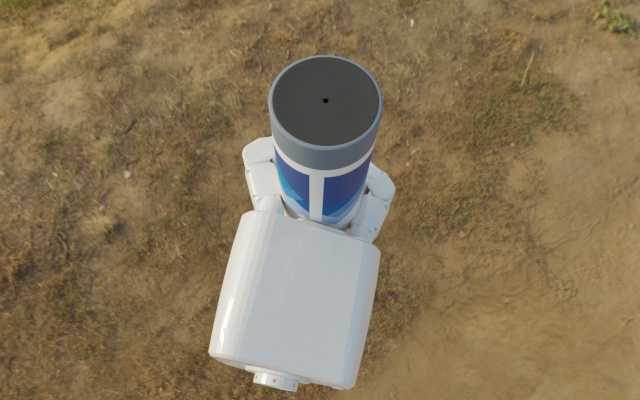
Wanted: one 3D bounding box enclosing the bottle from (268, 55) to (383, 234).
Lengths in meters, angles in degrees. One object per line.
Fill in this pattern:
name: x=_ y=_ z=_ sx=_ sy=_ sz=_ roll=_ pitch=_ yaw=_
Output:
bottle: x=0.000 y=0.001 z=0.409 sx=0.069 sy=0.069 sz=0.296 roll=0 pitch=-24 yaw=-1
